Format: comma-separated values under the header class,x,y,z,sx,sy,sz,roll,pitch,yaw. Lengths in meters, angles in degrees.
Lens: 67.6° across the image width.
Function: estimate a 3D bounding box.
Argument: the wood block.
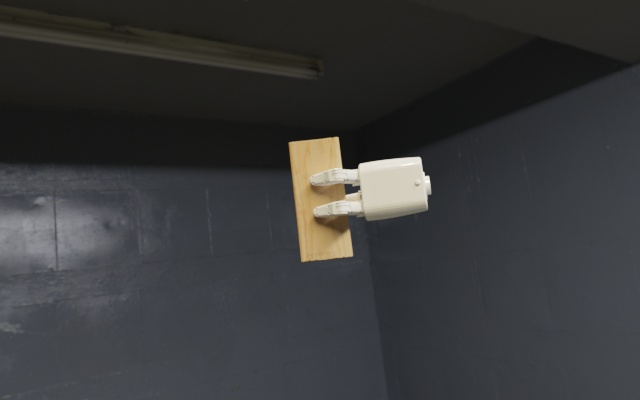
class,x,y,z,sx,sy,sz,roll,pitch,yaw
wood block,0.001,0.003,0.851,0.090,0.206,0.091,-6,-8,1
